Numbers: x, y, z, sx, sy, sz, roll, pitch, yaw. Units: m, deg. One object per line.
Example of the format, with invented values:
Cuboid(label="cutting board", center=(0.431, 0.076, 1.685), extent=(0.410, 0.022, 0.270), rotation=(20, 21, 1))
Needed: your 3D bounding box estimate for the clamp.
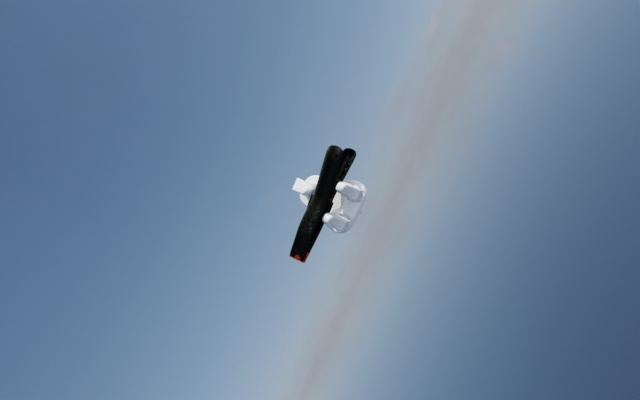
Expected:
Cuboid(label="clamp", center=(-0.001, 0.003, 0.769), extent=(0.036, 0.210, 0.164), rotation=(25, 2, 10))
